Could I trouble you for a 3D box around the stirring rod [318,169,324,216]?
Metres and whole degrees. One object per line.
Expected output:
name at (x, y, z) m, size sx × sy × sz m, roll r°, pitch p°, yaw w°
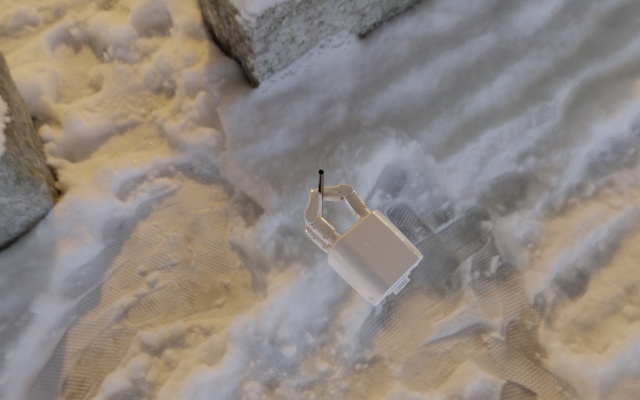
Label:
stirring rod at (0.000, 0.003, 0.795) m, size 0.011 × 0.011 × 0.240 m, roll 0°, pitch -21°, yaw 0°
